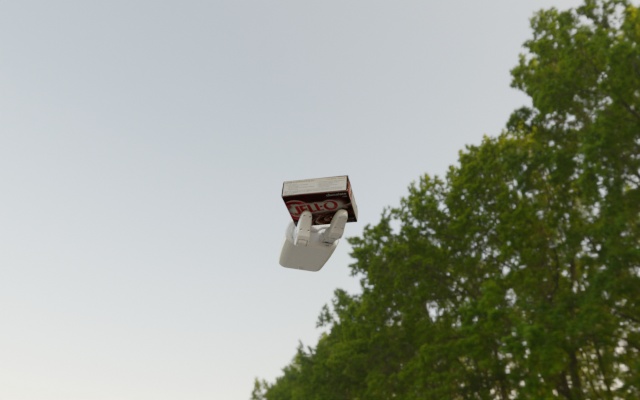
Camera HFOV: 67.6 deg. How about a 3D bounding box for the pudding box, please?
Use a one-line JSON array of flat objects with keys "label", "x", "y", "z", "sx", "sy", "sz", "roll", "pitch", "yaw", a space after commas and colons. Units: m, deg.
[{"label": "pudding box", "x": 0.000, "y": 0.003, "z": 0.799, "sx": 0.113, "sy": 0.039, "sz": 0.090, "roll": -7, "pitch": -37, "yaw": 11}]
